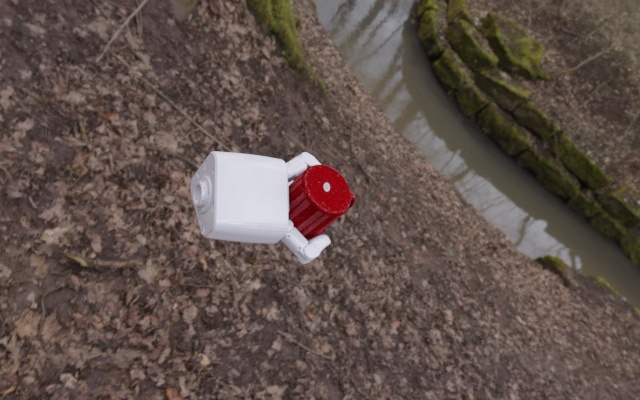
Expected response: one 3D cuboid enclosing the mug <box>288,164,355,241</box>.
[{"bbox_3d":[0.001,0.002,0.693,0.117,0.093,0.081,6,-30,-35],"label":"mug"}]
